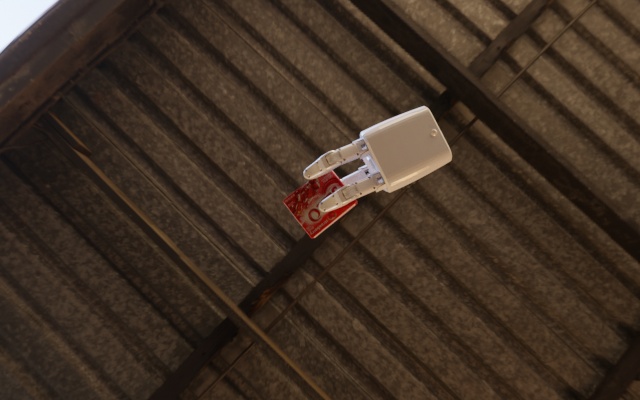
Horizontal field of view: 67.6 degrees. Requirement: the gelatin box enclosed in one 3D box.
[{"bbox_3d":[0.000,0.003,0.723,0.089,0.073,0.030,-39,-7,2],"label":"gelatin box"}]
